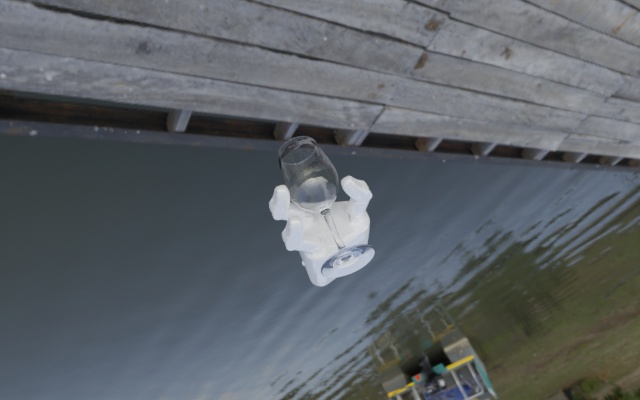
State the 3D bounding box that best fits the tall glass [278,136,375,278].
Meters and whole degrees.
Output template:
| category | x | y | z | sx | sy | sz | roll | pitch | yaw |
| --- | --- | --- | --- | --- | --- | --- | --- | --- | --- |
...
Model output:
| category | x | y | z | sx | sy | sz | roll | pitch | yaw |
| --- | --- | --- | --- | --- | --- | --- | --- | --- | --- |
| tall glass | 0.000 | 0.003 | 0.659 | 0.079 | 0.201 | 0.079 | -17 | -33 | -12 |
